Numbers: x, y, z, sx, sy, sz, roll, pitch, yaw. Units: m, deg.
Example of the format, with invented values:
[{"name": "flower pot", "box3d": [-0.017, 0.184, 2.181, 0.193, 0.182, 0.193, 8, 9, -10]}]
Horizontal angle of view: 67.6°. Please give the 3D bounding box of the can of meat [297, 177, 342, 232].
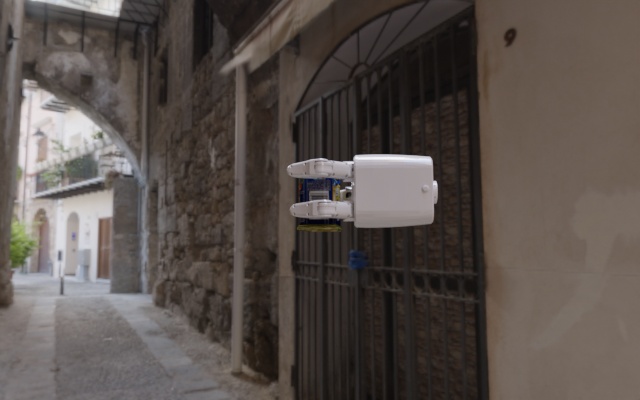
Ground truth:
[{"name": "can of meat", "box3d": [0.000, 0.002, 0.692, 0.057, 0.084, 0.102, -1, -5, 8]}]
